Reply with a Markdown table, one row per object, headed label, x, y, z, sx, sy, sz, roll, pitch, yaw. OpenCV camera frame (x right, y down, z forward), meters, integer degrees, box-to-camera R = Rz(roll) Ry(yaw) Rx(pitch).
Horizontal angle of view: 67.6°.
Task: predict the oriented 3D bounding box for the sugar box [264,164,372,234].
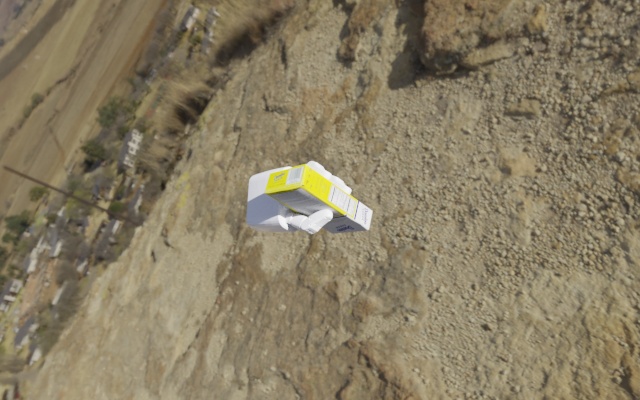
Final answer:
| label | x | y | z | sx | sy | sz | roll | pitch | yaw |
| --- | --- | --- | --- | --- | --- | --- | --- | --- | --- |
| sugar box | 0.000 | 0.002 | 0.826 | 0.093 | 0.048 | 0.176 | -9 | -30 | 43 |
